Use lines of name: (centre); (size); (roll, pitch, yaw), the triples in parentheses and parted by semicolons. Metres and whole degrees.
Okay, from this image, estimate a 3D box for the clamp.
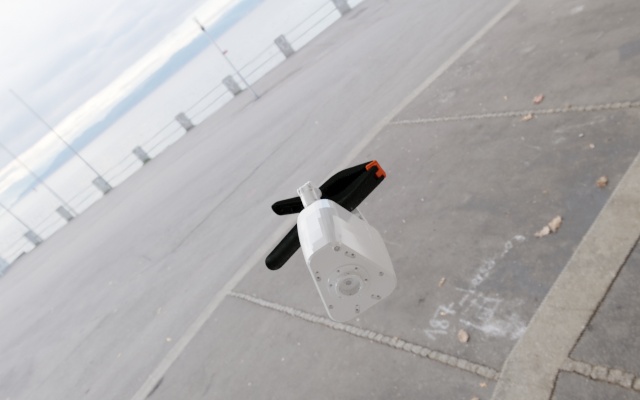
clamp: (0.000, 0.002, 0.721); (0.210, 0.036, 0.164); (-35, 27, 10)
